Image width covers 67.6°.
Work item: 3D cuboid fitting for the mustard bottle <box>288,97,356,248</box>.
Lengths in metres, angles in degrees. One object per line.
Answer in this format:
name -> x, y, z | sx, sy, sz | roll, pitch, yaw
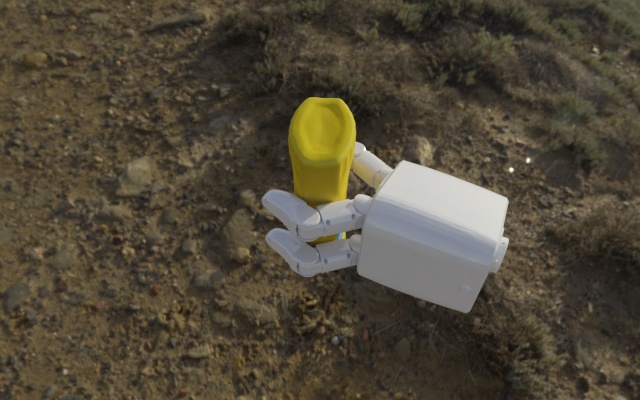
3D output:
mustard bottle -> 0.000, 0.001, 0.474 | 0.058, 0.096, 0.192 | 1, -43, 0
